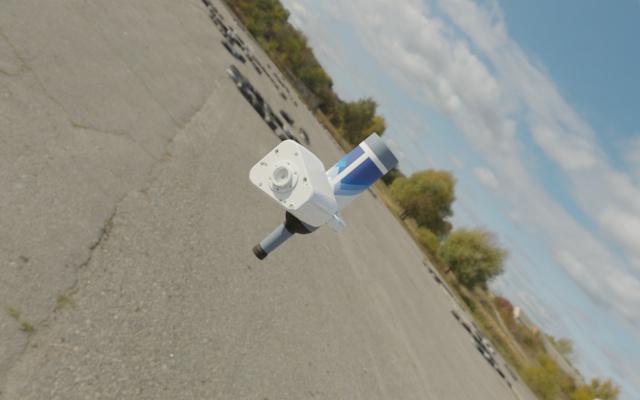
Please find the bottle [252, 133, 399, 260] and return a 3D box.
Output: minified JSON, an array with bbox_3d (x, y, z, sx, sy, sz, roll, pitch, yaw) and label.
[{"bbox_3d":[0.000,0.003,0.830,0.296,0.069,0.069,-40,-6,7],"label":"bottle"}]
